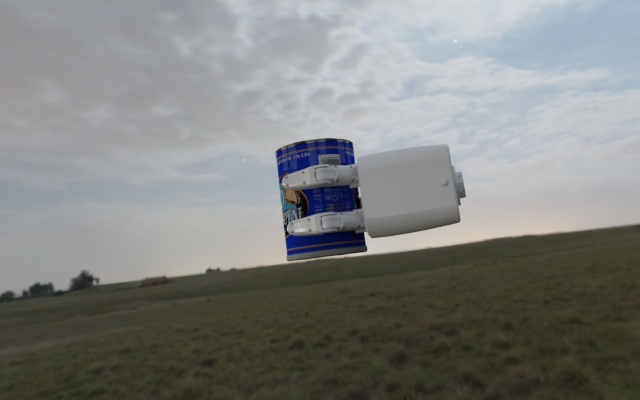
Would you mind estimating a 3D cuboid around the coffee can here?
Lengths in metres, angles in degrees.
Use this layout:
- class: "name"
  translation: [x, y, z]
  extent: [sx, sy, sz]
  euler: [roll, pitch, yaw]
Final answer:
- class: "coffee can"
  translation: [0.000, 0.002, 0.610]
  extent: [0.103, 0.140, 0.103]
  euler: [-7, -7, -1]
